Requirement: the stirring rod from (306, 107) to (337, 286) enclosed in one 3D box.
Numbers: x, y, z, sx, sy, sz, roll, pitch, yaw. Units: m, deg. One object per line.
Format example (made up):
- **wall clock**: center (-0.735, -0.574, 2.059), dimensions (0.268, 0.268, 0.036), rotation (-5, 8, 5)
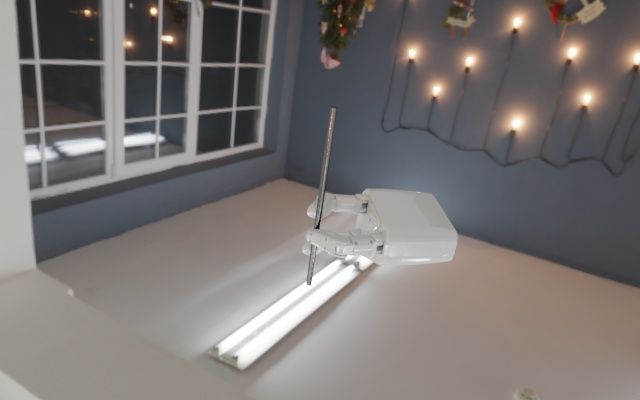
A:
- **stirring rod**: center (0.000, 0.002, 0.605), dimensions (0.011, 0.240, 0.011), rotation (7, 20, -3)
